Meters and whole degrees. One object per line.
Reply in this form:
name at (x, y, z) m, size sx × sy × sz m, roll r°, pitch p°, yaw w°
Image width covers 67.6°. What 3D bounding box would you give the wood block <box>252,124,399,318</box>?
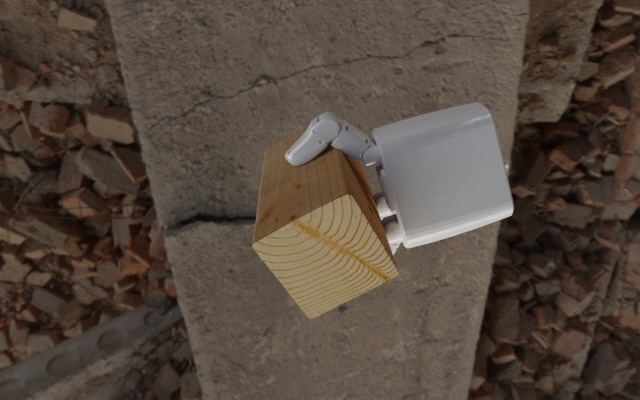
wood block at (0.000, 0.001, 0.470) m, size 0.090 × 0.091 × 0.206 m, roll -28°, pitch 25°, yaw 10°
